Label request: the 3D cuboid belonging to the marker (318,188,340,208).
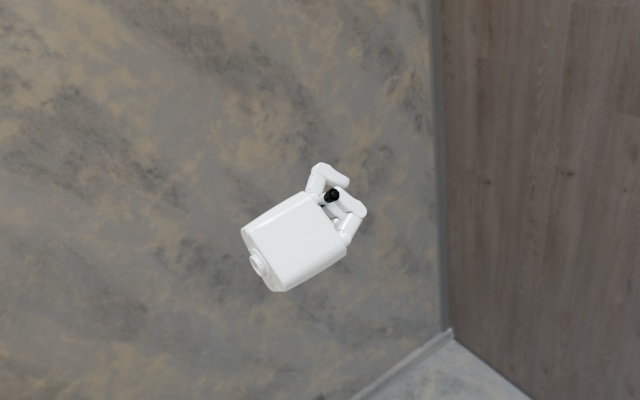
[{"bbox_3d":[0.000,0.002,0.715,0.020,0.020,0.121,0,-11,-20],"label":"marker"}]
